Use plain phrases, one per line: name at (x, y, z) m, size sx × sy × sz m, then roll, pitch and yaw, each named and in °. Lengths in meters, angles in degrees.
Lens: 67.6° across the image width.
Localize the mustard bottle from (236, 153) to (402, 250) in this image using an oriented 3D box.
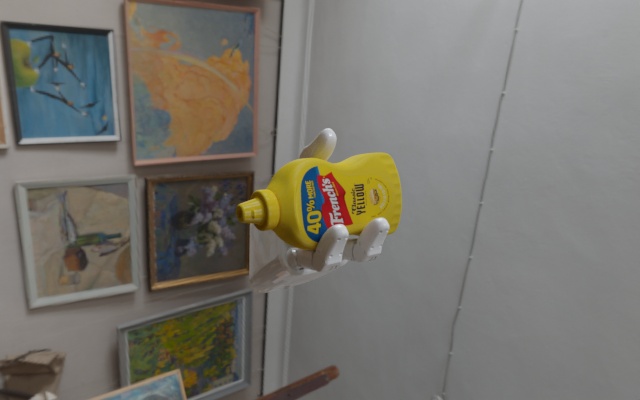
mustard bottle at (0.000, 0.002, 0.511) m, size 0.191 × 0.096 × 0.058 m, roll -8°, pitch 7°, yaw -34°
